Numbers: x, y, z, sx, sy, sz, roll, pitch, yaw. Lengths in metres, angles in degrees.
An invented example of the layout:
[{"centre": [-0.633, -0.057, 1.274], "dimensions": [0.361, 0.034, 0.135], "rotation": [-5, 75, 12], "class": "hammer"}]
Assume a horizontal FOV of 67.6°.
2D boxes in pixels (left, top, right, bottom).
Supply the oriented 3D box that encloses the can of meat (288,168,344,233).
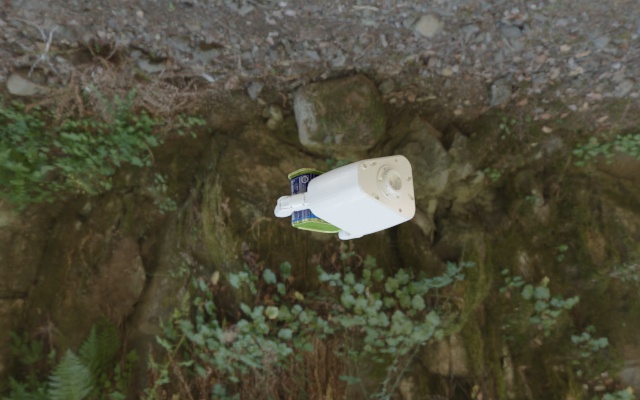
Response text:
[{"centre": [0.000, 0.003, 0.758], "dimensions": [0.102, 0.084, 0.057], "rotation": [11, -21, -41], "class": "can of meat"}]
